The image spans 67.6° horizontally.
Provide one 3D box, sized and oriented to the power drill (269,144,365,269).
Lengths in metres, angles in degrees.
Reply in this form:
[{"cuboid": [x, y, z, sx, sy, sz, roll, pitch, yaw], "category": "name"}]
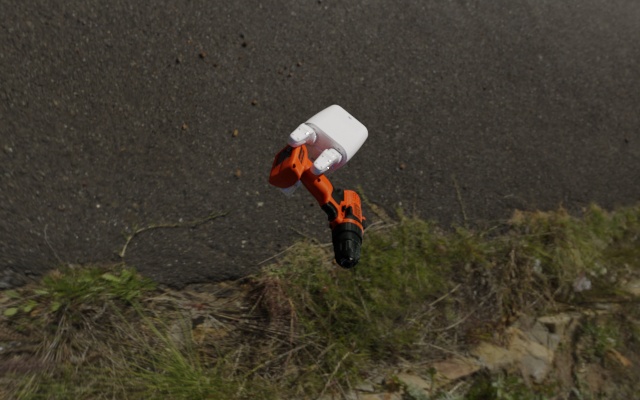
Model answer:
[{"cuboid": [0.000, 0.002, 0.770, 0.057, 0.188, 0.184, -34, 25, 21], "category": "power drill"}]
